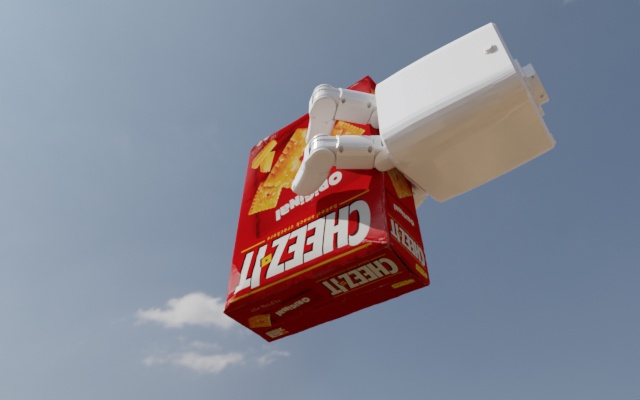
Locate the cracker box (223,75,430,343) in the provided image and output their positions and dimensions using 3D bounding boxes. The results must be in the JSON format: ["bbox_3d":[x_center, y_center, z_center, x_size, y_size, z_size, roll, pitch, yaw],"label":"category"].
[{"bbox_3d":[0.000,0.001,0.449,0.164,0.213,0.072,-27,-50,26],"label":"cracker box"}]
